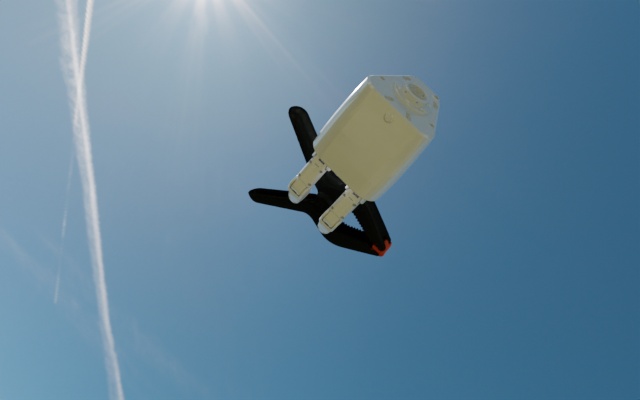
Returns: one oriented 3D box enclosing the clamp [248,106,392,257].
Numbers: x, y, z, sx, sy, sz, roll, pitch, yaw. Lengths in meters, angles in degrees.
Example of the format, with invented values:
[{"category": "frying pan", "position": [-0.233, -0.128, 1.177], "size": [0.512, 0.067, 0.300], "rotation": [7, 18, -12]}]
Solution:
[{"category": "clamp", "position": [0.001, 0.002, 0.627], "size": [0.036, 0.210, 0.165], "rotation": [-39, -7, -49]}]
